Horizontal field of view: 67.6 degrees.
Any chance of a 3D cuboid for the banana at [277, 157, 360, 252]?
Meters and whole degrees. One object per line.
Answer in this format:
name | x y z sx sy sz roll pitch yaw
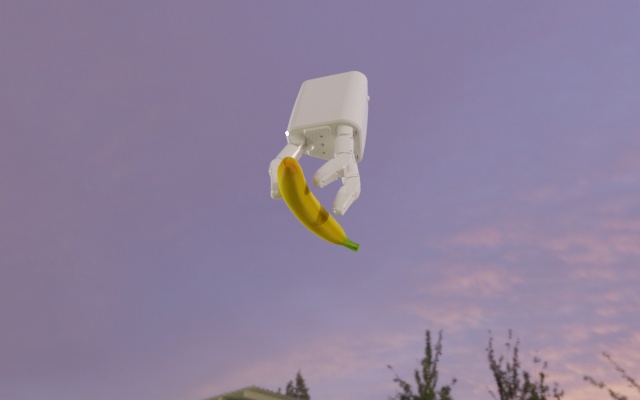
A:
banana | -0.013 0.004 0.650 0.069 0.037 0.198 -1 -36 36
